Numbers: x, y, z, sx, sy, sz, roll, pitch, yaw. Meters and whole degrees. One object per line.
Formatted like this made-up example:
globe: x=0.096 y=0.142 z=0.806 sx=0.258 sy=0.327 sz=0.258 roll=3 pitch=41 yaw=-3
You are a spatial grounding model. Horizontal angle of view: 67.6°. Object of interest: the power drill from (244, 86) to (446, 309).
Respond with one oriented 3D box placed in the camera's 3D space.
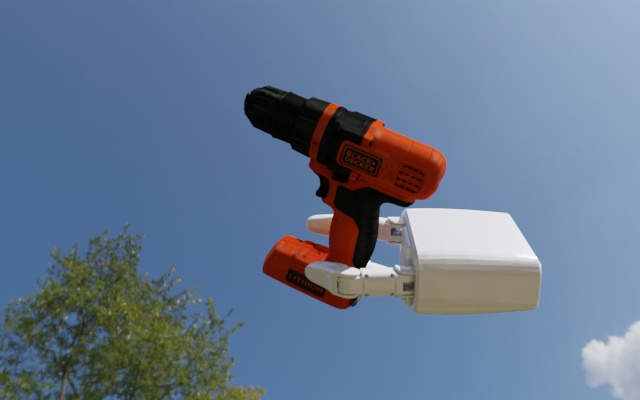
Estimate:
power drill: x=0.000 y=0.002 z=0.447 sx=0.184 sy=0.188 sz=0.057 roll=24 pitch=35 yaw=11
